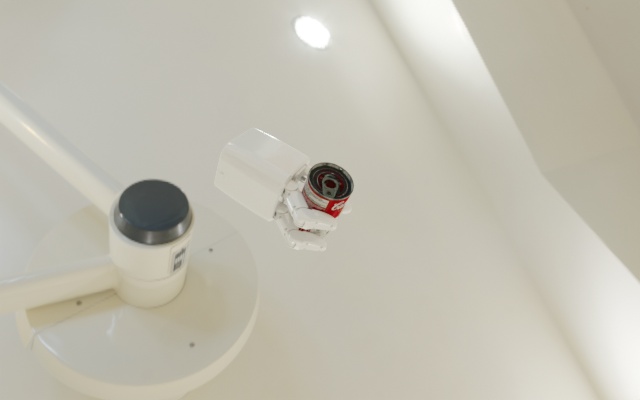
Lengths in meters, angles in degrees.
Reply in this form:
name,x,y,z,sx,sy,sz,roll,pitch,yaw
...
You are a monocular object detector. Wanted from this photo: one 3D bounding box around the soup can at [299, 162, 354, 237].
name,x,y,z,sx,sy,sz,roll,pitch,yaw
soup can,0.001,0.003,0.706,0.068,0.068,0.102,0,-37,-22
